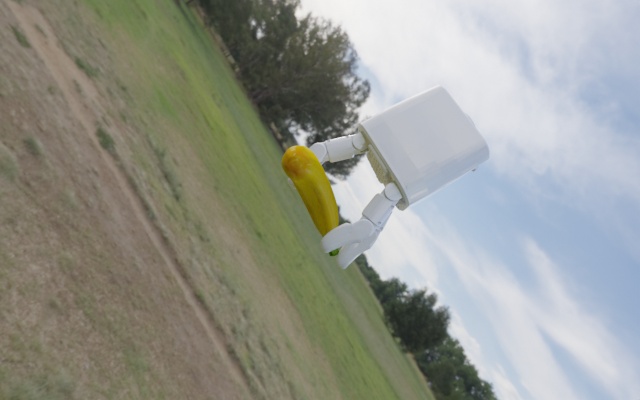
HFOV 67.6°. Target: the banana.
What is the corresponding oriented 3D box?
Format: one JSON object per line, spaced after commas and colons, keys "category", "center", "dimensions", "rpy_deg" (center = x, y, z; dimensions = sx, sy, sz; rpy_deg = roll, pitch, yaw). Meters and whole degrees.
{"category": "banana", "center": [-0.006, -0.011, 0.506], "dimensions": [0.037, 0.069, 0.198], "rpy_deg": [-26, -33, 0]}
